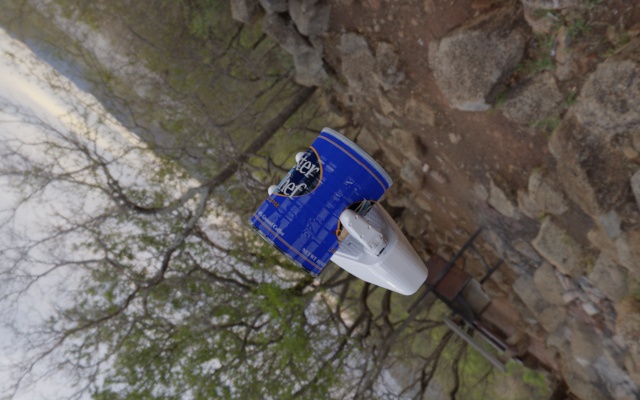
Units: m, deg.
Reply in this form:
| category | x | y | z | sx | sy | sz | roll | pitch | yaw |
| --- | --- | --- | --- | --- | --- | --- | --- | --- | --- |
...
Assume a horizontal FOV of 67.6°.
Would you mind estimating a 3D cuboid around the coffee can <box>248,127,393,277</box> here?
| category | x | y | z | sx | sy | sz | roll | pitch | yaw |
| --- | --- | --- | --- | --- | --- | --- | --- | --- | --- |
| coffee can | 0.000 | 0.002 | 0.551 | 0.103 | 0.140 | 0.103 | 39 | -3 | 2 |
